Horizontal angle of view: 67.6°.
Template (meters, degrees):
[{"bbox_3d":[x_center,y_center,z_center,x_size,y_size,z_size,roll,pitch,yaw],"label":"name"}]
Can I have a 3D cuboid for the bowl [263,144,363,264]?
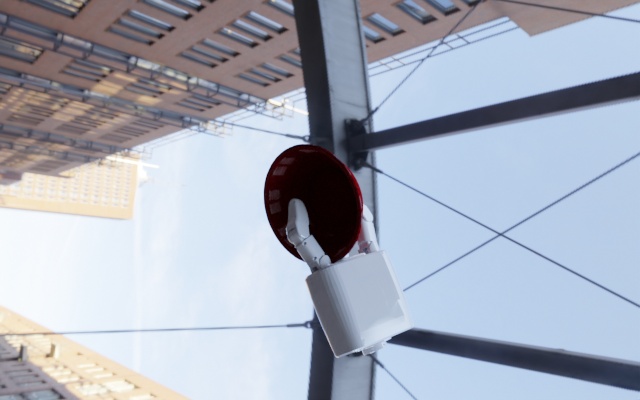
[{"bbox_3d":[0.000,0.001,0.640,0.162,0.162,0.055,0,12,37],"label":"bowl"}]
